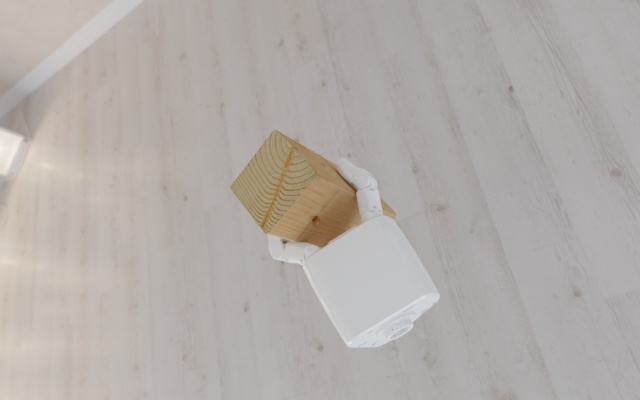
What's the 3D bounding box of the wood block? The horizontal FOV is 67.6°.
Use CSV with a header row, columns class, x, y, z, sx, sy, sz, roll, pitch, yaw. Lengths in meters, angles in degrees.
class,x,y,z,sx,sy,sz,roll,pitch,yaw
wood block,0.000,0.002,0.611,0.090,0.091,0.206,48,13,33
